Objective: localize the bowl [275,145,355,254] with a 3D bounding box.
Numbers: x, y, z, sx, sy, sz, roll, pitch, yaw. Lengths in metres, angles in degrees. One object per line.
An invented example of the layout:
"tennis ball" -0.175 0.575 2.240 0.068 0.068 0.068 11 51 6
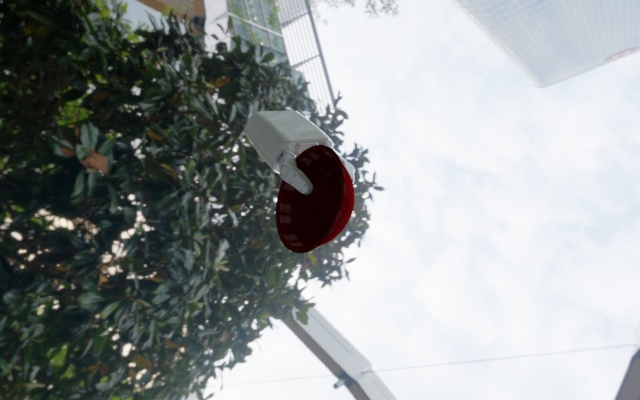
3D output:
"bowl" 0.001 0.003 0.709 0.055 0.162 0.162 16 -10 -36
